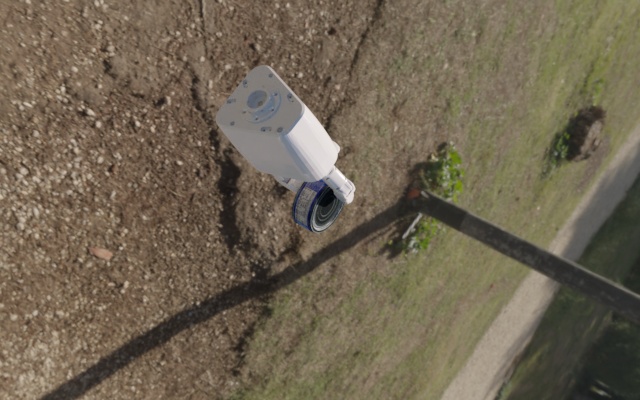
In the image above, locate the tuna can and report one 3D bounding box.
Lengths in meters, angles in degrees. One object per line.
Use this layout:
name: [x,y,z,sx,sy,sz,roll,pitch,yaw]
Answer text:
tuna can: [0.001,0.002,0.671,0.033,0.086,0.086,29,14,27]
